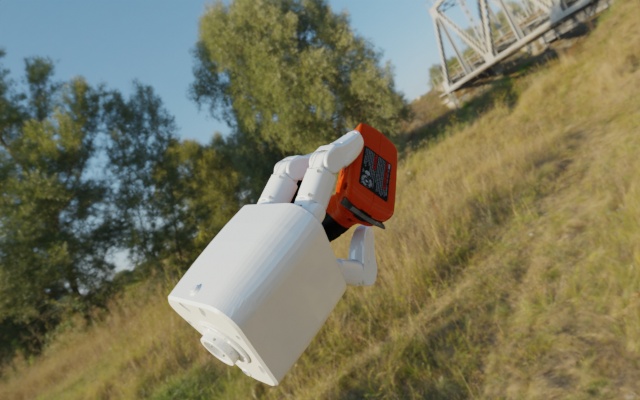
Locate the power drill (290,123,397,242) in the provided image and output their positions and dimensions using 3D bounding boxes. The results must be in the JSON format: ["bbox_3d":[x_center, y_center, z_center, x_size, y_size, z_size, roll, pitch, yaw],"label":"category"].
[{"bbox_3d":[0.000,0.002,0.513,0.057,0.184,0.188,30,-45,-22],"label":"power drill"}]
